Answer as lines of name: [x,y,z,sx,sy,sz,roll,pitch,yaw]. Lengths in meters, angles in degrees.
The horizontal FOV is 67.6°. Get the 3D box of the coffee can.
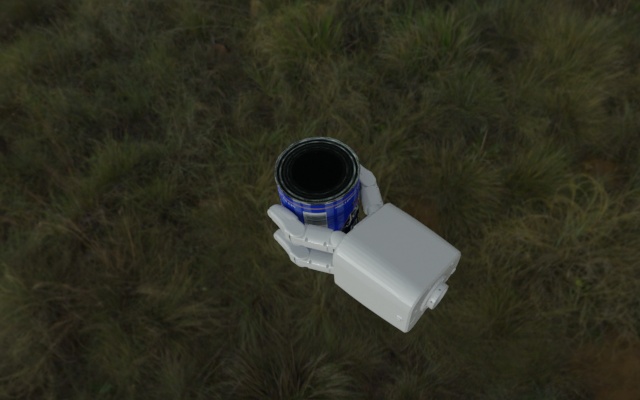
coffee can: [0.000,0.002,0.620,0.103,0.102,0.140,0,-35,4]
